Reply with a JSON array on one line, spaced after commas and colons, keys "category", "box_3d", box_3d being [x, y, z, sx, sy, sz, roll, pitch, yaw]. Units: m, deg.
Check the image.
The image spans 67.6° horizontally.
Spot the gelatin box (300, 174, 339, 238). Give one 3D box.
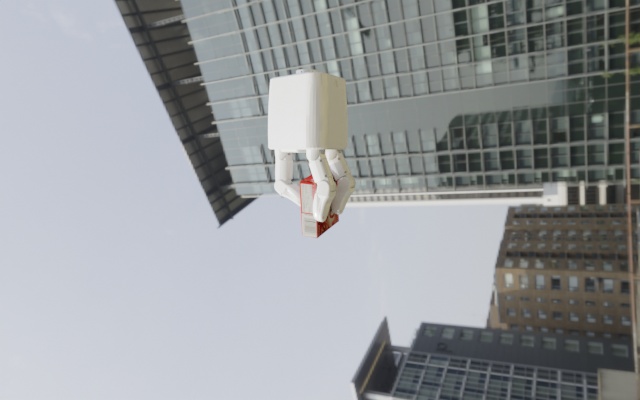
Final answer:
[{"category": "gelatin box", "box_3d": [0.000, 0.003, 0.721, 0.030, 0.089, 0.073, 9, 22, 27]}]
